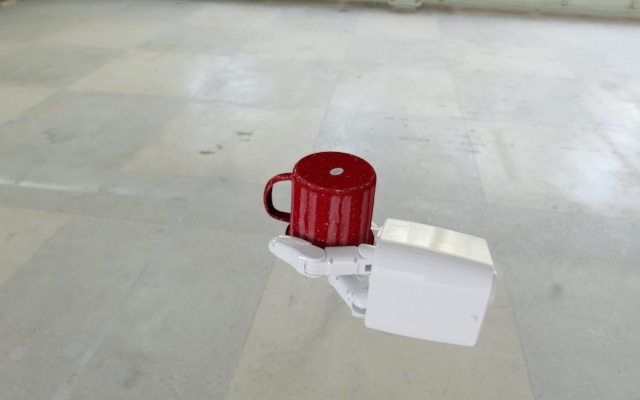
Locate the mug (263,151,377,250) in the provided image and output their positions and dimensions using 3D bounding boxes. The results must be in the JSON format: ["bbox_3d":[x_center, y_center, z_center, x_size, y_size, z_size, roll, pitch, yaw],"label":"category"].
[{"bbox_3d":[-0.001,0.001,0.476,0.117,0.082,0.093,10,34,10],"label":"mug"}]
